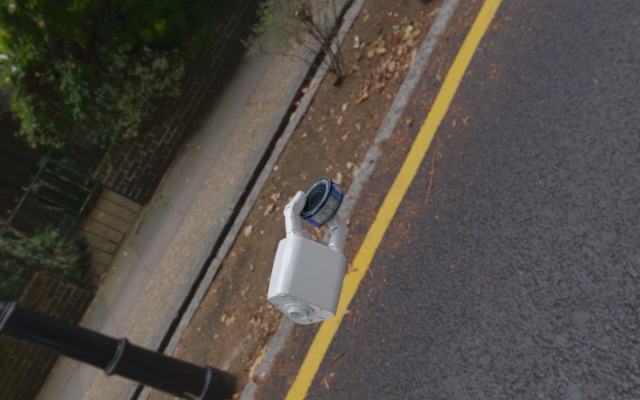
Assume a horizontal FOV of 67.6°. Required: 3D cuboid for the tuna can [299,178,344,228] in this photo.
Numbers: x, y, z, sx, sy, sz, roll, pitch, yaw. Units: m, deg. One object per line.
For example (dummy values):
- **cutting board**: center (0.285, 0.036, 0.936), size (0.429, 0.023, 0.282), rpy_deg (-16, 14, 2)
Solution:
- **tuna can**: center (0.000, 0.002, 0.837), size (0.034, 0.086, 0.086), rpy_deg (36, -17, -25)
